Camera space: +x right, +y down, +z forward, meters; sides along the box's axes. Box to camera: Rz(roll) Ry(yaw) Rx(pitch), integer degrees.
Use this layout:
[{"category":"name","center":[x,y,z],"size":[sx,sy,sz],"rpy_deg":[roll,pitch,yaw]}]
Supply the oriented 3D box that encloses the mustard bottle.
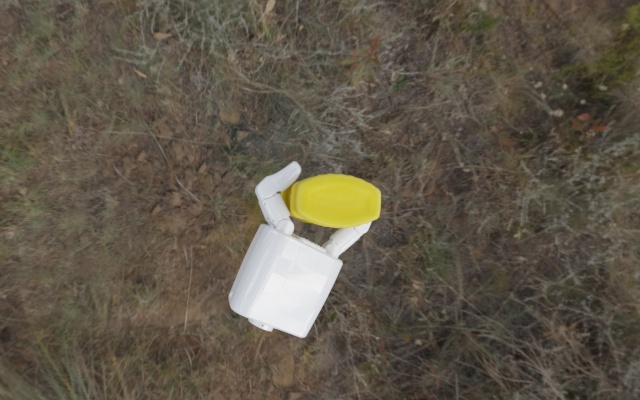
[{"category":"mustard bottle","center":[0.000,0.002,0.593],"size":[0.096,0.058,0.191],"rpy_deg":[3,-1,-13]}]
